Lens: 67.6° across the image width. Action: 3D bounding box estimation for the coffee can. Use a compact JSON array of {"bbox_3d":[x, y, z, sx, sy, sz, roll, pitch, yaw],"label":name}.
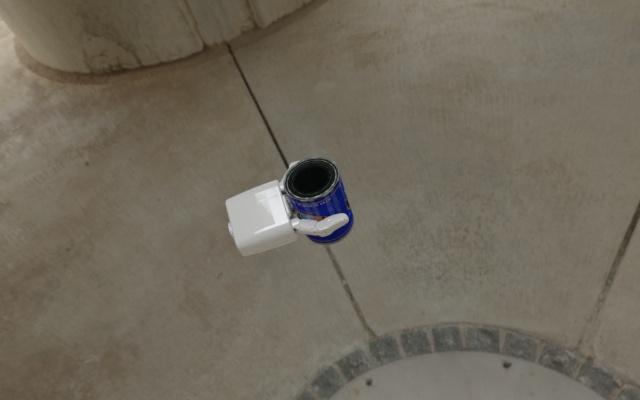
[{"bbox_3d":[0.000,0.003,0.888,0.103,0.102,0.140,0,-38,18],"label":"coffee can"}]
